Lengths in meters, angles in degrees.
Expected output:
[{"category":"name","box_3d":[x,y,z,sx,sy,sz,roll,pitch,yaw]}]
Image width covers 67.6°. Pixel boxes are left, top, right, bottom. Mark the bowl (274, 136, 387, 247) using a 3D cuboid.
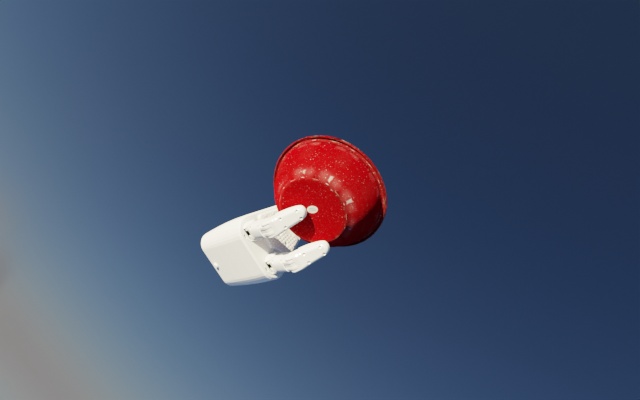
[{"category":"bowl","box_3d":[0.001,0.001,0.609,0.162,0.162,0.055,0,26,26]}]
